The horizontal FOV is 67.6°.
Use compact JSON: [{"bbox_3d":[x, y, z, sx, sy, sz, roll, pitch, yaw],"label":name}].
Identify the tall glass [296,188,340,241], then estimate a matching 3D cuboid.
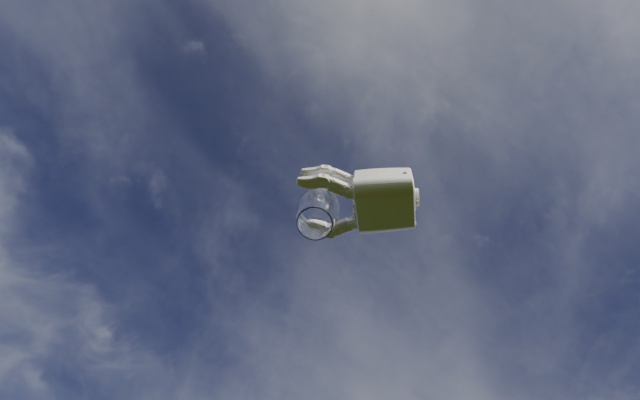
[{"bbox_3d":[0.000,0.003,0.887,0.079,0.079,0.201,0,22,6],"label":"tall glass"}]
